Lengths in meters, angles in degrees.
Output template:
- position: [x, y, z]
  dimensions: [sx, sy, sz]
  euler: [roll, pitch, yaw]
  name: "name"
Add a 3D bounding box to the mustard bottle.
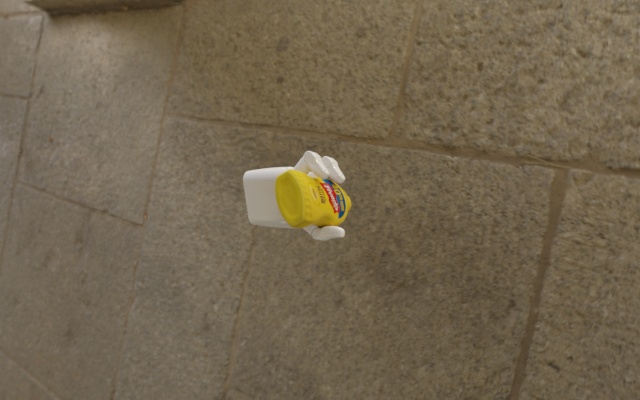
- position: [0.000, 0.003, 0.860]
  dimensions: [0.058, 0.096, 0.191]
  euler: [-28, -19, 28]
  name: "mustard bottle"
